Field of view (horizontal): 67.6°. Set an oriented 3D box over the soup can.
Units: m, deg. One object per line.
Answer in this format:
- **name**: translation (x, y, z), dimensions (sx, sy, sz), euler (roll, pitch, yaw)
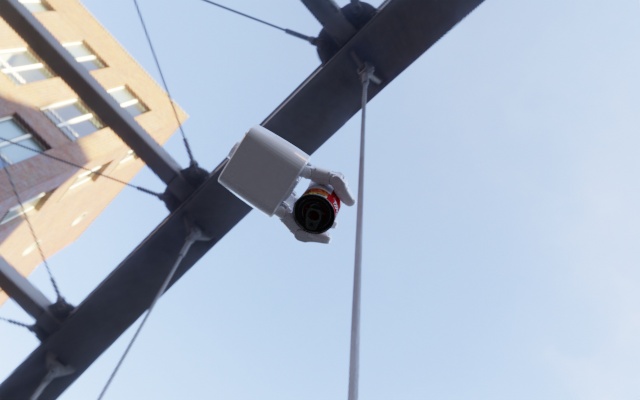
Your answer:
- **soup can**: translation (0.001, 0.003, 0.779), dimensions (0.068, 0.068, 0.102), euler (0, 22, 13)
